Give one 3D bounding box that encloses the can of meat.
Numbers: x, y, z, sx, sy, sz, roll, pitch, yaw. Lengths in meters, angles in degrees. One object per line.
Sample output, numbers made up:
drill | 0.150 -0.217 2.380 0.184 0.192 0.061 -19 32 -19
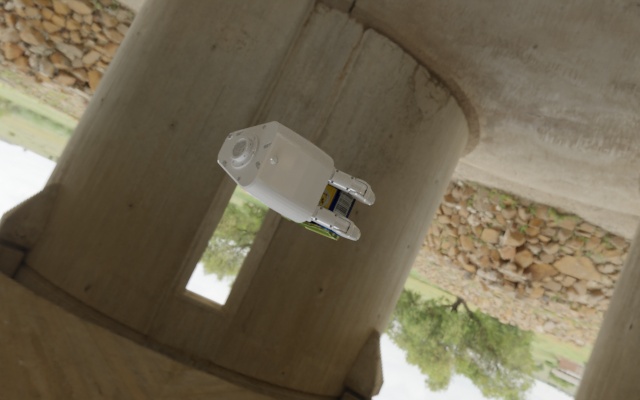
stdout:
can of meat | 0.000 0.003 0.701 0.102 0.084 0.057 18 -10 43
